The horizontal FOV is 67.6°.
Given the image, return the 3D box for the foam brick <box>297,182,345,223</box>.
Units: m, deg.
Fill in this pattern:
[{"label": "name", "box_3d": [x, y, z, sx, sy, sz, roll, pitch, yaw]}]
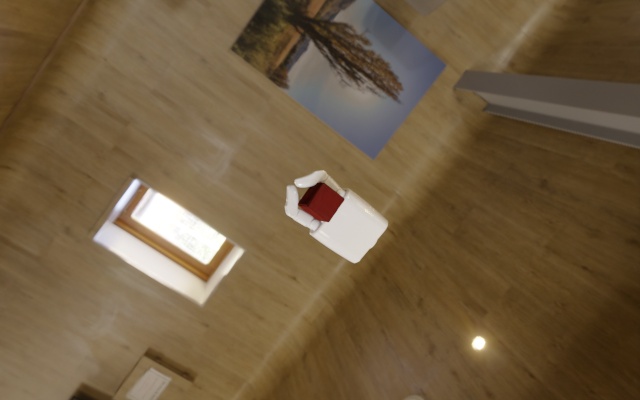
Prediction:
[{"label": "foam brick", "box_3d": [0.000, 0.003, 0.866, 0.051, 0.053, 0.078, 38, -8, -13]}]
